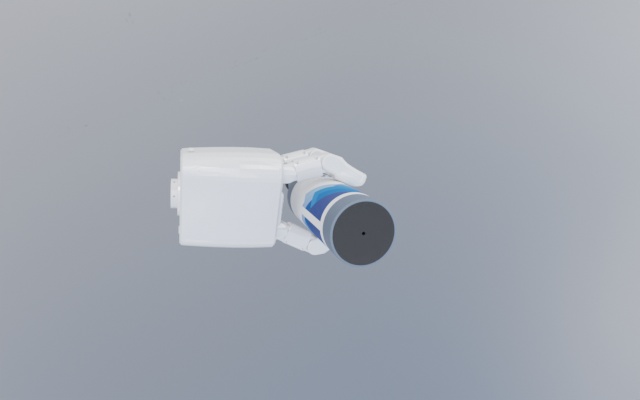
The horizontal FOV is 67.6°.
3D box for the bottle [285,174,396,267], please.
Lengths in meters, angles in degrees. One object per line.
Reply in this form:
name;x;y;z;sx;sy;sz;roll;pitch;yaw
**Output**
bottle;0.000;0.002;0.582;0.069;0.069;0.295;0;11;-16
